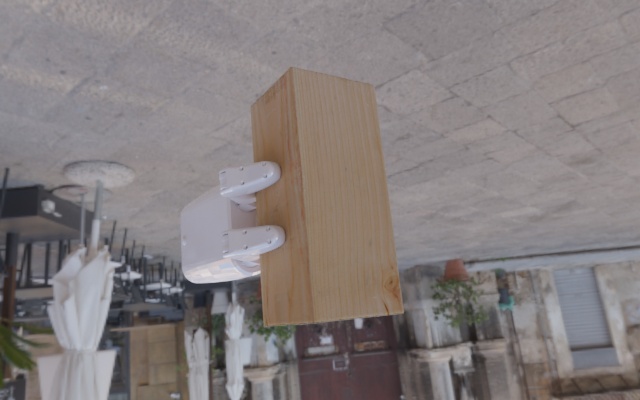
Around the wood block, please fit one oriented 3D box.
[{"bbox_3d":[0.000,0.002,0.426,0.091,0.206,0.090,3,-16,-32],"label":"wood block"}]
